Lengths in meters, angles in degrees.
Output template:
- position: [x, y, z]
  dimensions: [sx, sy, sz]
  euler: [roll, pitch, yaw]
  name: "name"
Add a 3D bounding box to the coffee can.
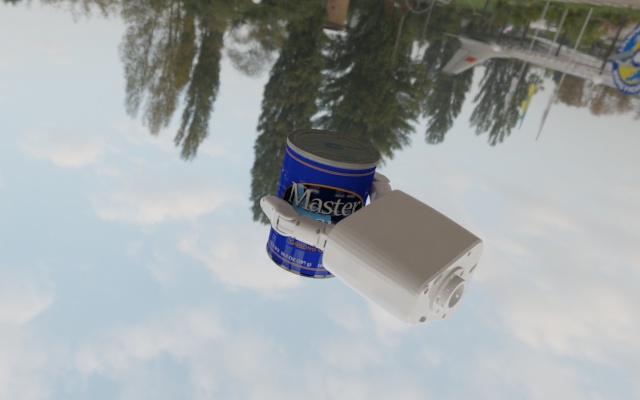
- position: [0.000, 0.002, 0.542]
  dimensions: [0.103, 0.140, 0.102]
  euler: [11, 24, -5]
  name: "coffee can"
